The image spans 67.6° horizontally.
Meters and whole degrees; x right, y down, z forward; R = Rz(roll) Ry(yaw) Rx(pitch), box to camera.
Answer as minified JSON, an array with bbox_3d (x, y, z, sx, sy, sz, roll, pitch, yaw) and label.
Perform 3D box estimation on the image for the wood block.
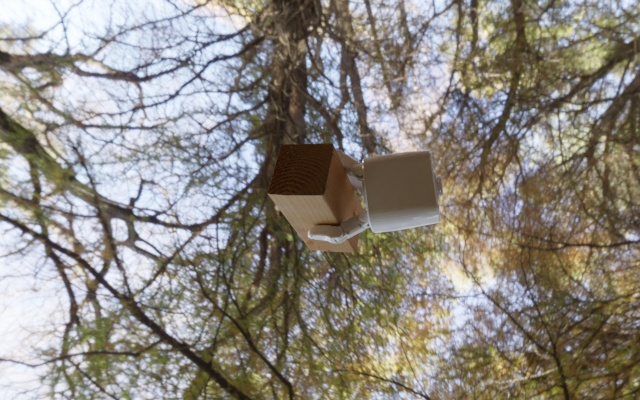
[{"bbox_3d":[0.000,0.003,0.783,0.090,0.090,0.206,1,-29,20],"label":"wood block"}]
